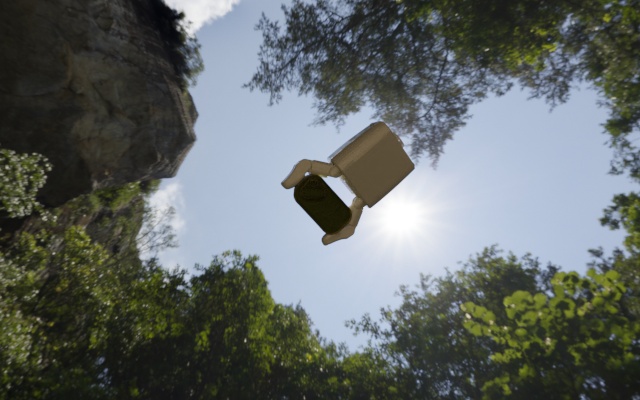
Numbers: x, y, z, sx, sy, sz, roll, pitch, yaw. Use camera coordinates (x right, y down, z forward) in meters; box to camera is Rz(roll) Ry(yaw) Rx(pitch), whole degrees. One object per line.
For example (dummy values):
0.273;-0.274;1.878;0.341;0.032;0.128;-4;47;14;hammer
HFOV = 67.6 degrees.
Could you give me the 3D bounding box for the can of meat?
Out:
0.000;0.003;0.808;0.057;0.102;0.084;-43;9;1;can of meat
